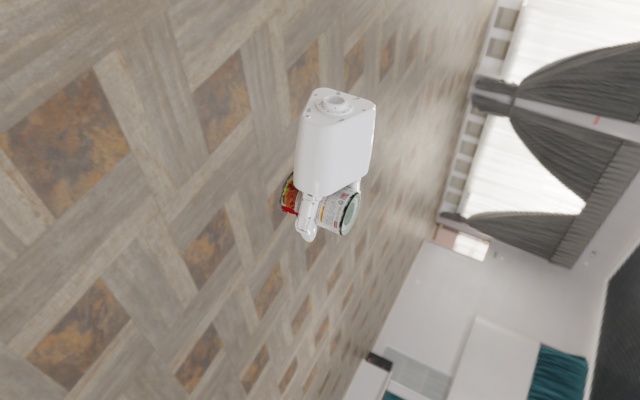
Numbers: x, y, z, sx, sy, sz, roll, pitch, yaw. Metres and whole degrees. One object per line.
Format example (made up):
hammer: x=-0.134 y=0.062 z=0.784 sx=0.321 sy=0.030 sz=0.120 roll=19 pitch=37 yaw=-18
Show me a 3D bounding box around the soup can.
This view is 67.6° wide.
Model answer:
soup can: x=0.000 y=0.003 z=0.700 sx=0.102 sy=0.068 sz=0.068 roll=21 pitch=7 yaw=19
